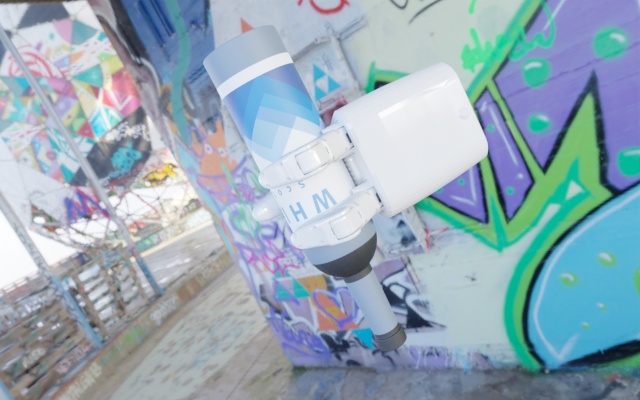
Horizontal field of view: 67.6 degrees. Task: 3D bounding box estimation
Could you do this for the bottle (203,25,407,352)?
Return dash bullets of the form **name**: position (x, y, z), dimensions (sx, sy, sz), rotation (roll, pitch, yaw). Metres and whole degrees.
- **bottle**: position (0.000, 0.001, 0.415), dimensions (0.069, 0.296, 0.069), rotation (-27, 9, 5)
